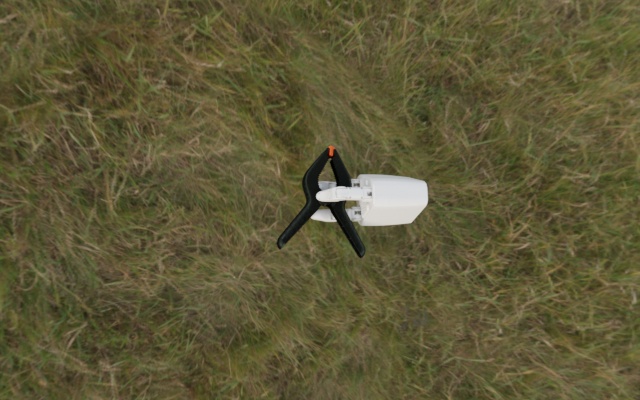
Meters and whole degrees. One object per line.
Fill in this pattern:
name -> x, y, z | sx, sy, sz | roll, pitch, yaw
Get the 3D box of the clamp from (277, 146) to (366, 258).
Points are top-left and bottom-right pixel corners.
clamp -> 0.001, 0.002, 0.885 | 0.164, 0.210, 0.036 | 0, -9, -13
